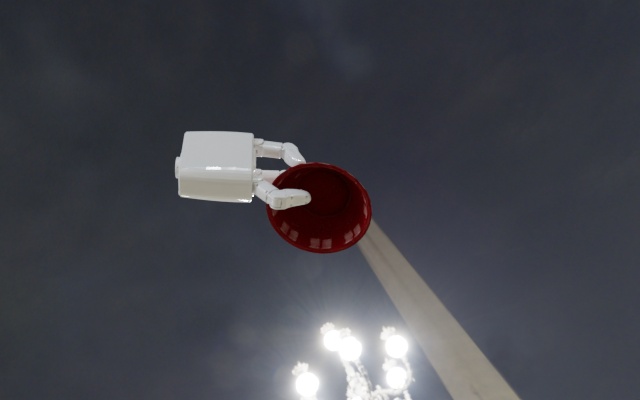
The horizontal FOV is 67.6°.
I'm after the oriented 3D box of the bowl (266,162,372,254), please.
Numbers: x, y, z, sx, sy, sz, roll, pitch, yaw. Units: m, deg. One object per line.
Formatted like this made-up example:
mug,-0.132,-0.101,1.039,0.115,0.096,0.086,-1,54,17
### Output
bowl,0.001,0.003,0.739,0.162,0.162,0.055,0,31,10
